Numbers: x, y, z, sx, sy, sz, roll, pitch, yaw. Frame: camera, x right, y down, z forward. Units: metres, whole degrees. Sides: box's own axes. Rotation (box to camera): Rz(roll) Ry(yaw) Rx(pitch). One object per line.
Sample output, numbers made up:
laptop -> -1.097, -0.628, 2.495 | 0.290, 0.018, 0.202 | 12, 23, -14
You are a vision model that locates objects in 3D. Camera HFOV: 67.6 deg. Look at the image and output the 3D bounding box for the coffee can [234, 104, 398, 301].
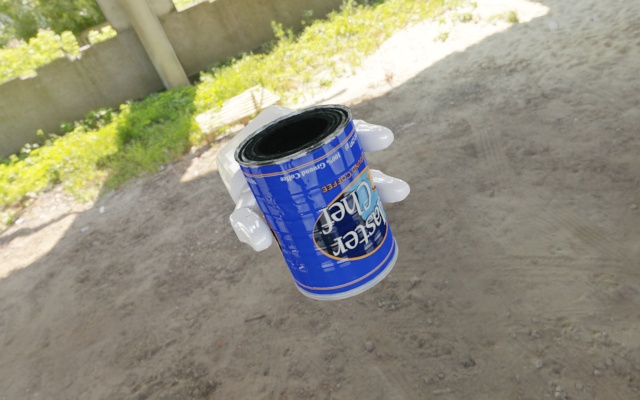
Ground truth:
coffee can -> 0.000, 0.002, 0.419 | 0.103, 0.140, 0.102 | -17, 28, 9
